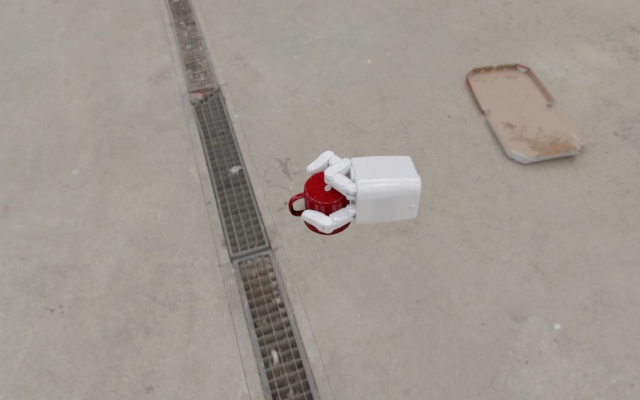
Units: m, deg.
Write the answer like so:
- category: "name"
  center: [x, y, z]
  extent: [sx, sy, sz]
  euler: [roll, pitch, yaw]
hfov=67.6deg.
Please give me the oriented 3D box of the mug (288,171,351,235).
- category: "mug"
  center: [-0.001, 0.003, 0.861]
  extent: [0.117, 0.093, 0.082]
  euler: [-5, -41, -2]
